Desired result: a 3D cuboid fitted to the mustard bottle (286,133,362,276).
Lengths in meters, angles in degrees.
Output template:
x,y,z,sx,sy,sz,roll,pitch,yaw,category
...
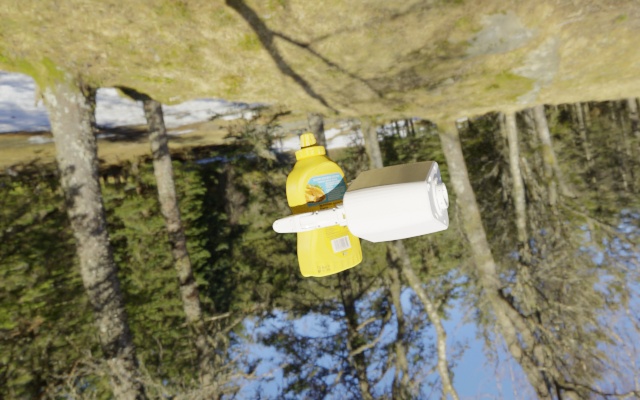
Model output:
x,y,z,sx,sy,sz,roll,pitch,yaw,category
0.000,0.002,0.660,0.096,0.191,0.058,-12,2,-41,mustard bottle
